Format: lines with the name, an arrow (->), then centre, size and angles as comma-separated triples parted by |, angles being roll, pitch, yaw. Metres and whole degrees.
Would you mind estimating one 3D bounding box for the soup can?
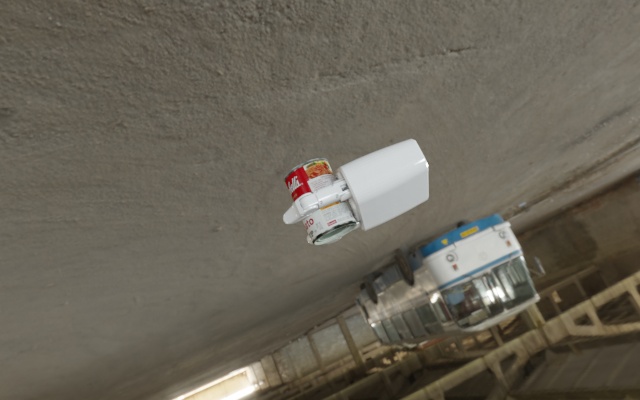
soup can -> 0.000, 0.003, 0.662 | 0.068, 0.102, 0.068 | -23, -16, -7
